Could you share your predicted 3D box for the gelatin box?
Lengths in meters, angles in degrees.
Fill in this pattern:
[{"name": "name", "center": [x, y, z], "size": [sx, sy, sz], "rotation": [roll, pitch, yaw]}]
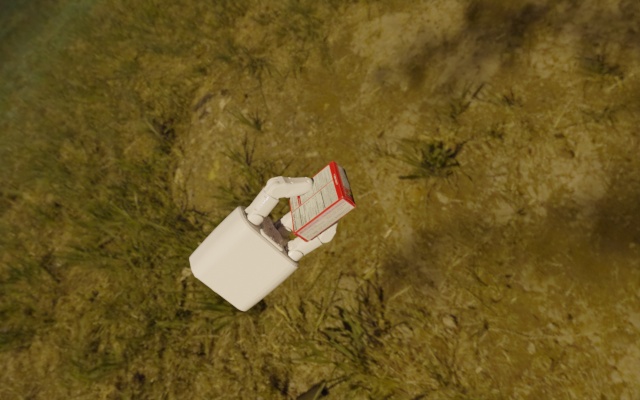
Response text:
[{"name": "gelatin box", "center": [0.000, 0.002, 0.634], "size": [0.089, 0.073, 0.030], "rotation": [-39, -51, 23]}]
